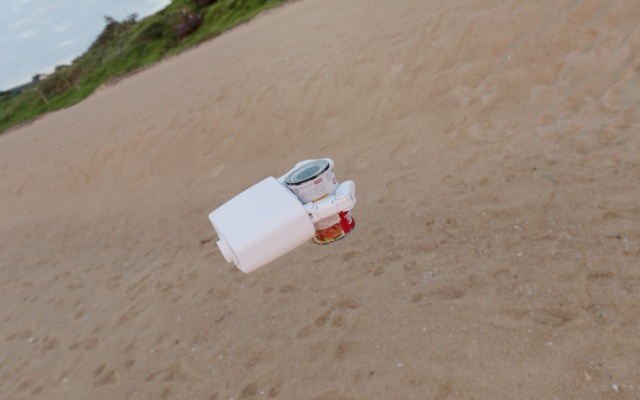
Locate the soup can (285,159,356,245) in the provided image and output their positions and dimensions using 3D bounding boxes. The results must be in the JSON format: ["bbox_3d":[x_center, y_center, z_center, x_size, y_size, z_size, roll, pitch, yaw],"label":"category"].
[{"bbox_3d":[0.000,0.002,0.672,0.068,0.102,0.068,-21,22,9],"label":"soup can"}]
